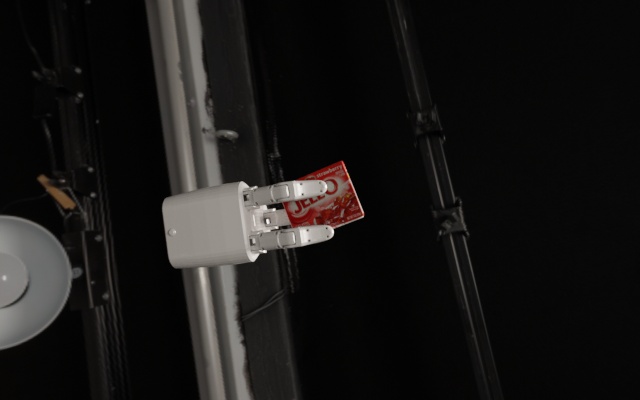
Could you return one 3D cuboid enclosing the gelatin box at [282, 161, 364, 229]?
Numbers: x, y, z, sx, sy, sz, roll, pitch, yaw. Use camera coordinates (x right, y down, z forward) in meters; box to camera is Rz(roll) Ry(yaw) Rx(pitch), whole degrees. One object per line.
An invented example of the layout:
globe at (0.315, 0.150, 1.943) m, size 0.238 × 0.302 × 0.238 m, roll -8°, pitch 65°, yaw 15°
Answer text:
gelatin box at (0.000, 0.002, 0.592) m, size 0.089 × 0.073 × 0.030 m, roll -22°, pitch -5°, yaw 4°
